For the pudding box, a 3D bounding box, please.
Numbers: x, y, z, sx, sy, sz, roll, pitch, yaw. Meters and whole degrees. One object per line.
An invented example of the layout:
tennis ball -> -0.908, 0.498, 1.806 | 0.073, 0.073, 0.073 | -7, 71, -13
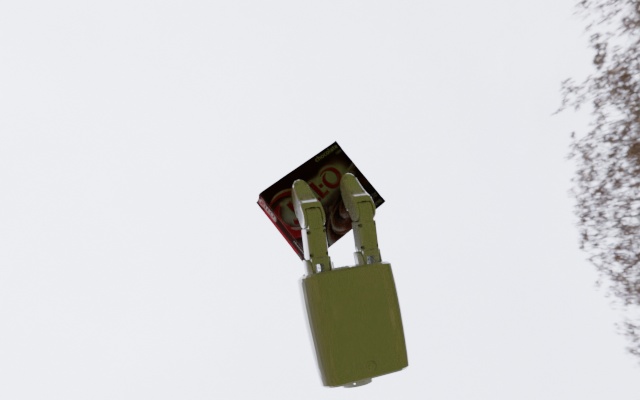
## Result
pudding box -> 0.000, 0.002, 0.526 | 0.113, 0.090, 0.039 | -37, -4, -24
